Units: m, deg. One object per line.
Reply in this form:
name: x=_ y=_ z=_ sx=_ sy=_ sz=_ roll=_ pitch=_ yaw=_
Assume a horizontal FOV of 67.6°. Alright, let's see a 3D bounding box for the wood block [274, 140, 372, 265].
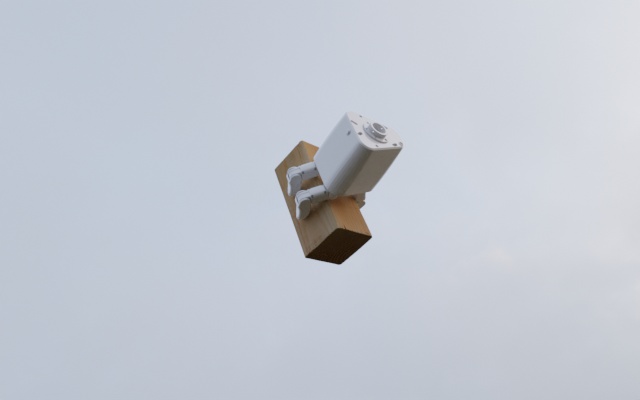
wood block: x=0.001 y=0.003 z=0.864 sx=0.091 sy=0.206 sz=0.090 roll=18 pitch=-51 yaw=-41
